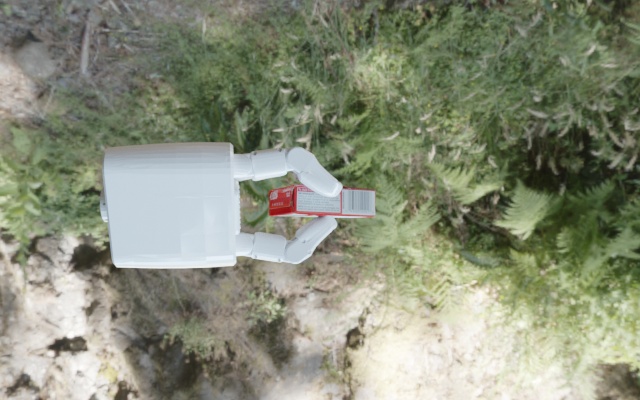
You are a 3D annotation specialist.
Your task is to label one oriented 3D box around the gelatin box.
[{"bbox_3d":[0.000,0.002,0.482,0.089,0.030,0.073,3,-4,-23],"label":"gelatin box"}]
